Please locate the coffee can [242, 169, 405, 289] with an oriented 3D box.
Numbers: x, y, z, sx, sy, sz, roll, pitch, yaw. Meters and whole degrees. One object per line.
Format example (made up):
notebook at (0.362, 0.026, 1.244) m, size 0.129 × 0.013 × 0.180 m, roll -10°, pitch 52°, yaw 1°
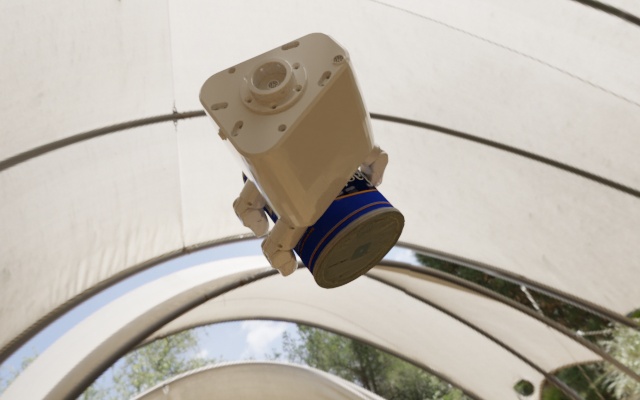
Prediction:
coffee can at (0.000, 0.002, 0.476) m, size 0.103 × 0.103 × 0.140 m, roll 0°, pitch 42°, yaw -48°
